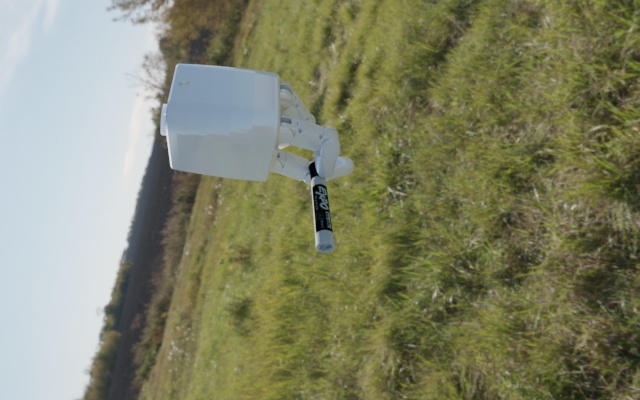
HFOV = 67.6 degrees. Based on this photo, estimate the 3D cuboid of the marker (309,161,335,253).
[{"bbox_3d":[0.000,0.002,0.507,0.020,0.121,0.020,-3,-42,-3],"label":"marker"}]
